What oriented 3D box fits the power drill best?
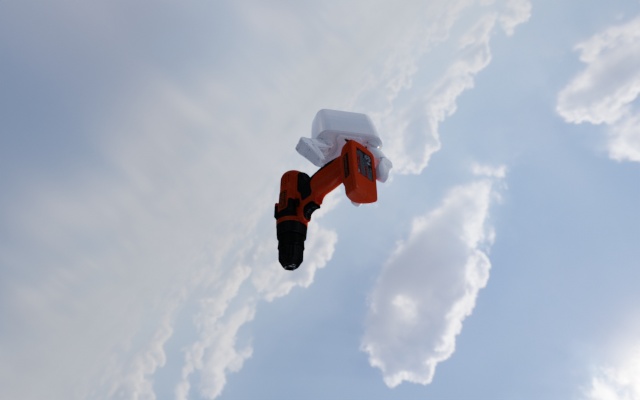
[{"bbox_3d":[0.000,0.002,0.747,0.188,0.184,0.057,-29,-42,35],"label":"power drill"}]
